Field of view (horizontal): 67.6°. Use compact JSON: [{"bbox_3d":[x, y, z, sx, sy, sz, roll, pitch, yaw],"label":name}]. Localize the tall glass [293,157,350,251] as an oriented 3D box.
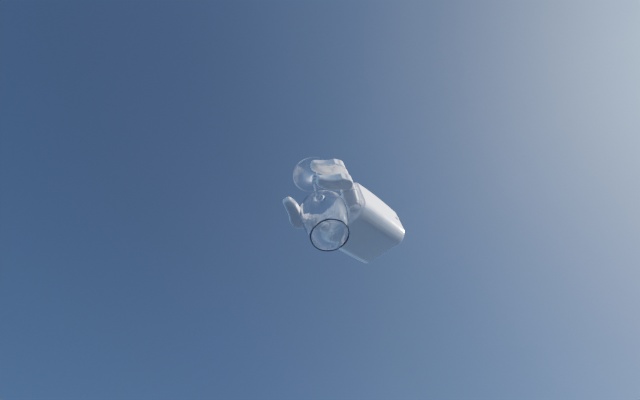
[{"bbox_3d":[0.000,0.002,0.815,0.079,0.079,0.201,0,31,-10],"label":"tall glass"}]
